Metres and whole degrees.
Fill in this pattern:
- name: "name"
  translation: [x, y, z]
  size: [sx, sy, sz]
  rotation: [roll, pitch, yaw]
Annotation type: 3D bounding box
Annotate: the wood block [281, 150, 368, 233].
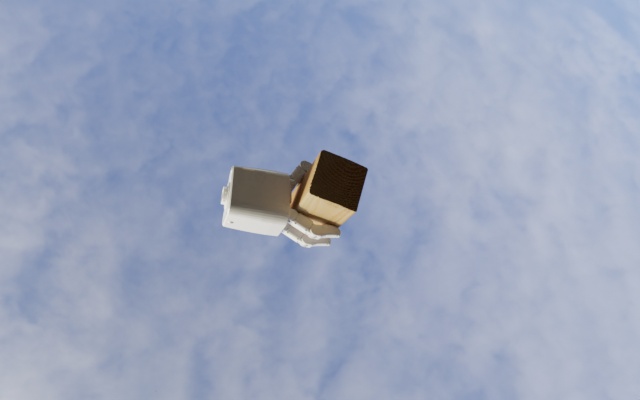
- name: "wood block"
  translation: [0.000, 0.003, 0.886]
  size: [0.090, 0.090, 0.206]
  rotation: [22, -26, -10]
